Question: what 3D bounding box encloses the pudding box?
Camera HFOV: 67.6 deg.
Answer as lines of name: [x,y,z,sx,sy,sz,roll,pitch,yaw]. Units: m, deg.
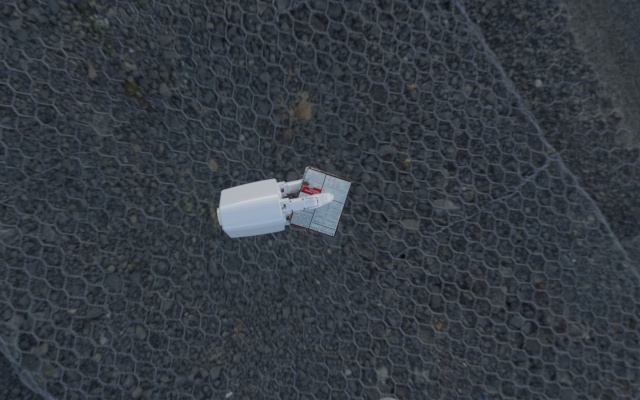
pudding box: [0.000,0.003,0.886,0.090,0.113,0.039,18,3,-5]
